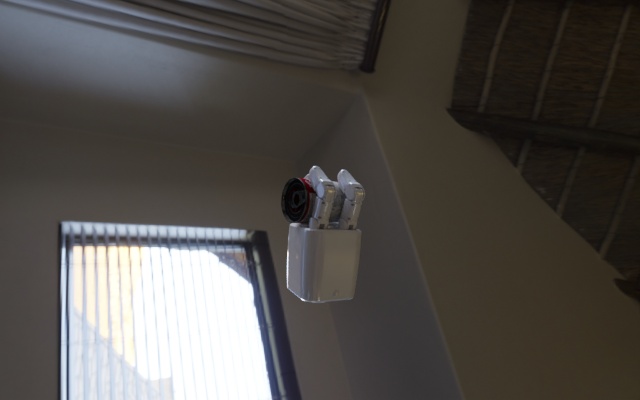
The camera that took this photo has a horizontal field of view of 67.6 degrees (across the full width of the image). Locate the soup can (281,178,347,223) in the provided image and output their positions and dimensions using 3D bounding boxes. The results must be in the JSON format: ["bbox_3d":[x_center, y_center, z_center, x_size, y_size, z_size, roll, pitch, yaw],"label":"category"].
[{"bbox_3d":[0.000,0.002,0.739,0.102,0.068,0.068,4,-2,-36],"label":"soup can"}]
